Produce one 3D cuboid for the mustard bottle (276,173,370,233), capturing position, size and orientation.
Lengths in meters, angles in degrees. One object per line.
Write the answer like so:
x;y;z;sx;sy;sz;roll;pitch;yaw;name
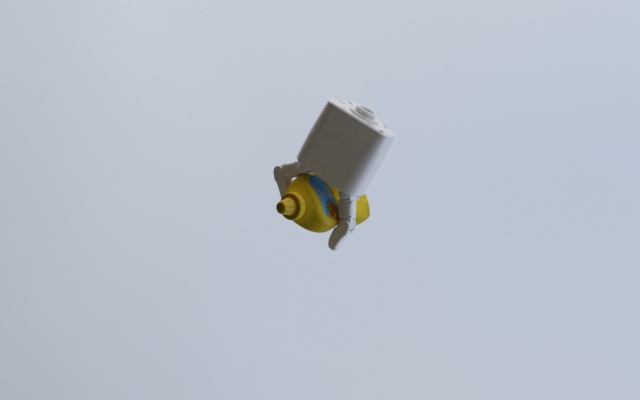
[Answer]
0.000;0.003;0.751;0.058;0.096;0.191;-35;-16;33;mustard bottle
